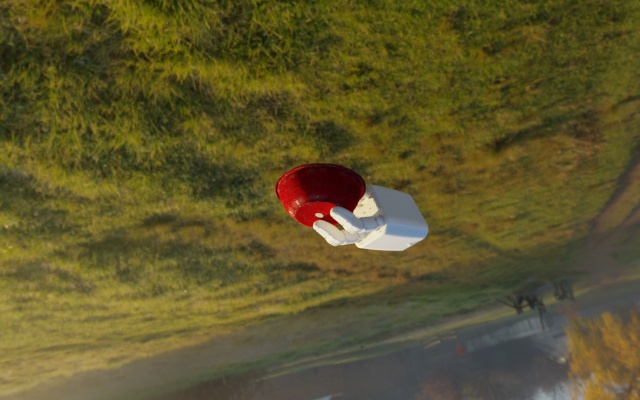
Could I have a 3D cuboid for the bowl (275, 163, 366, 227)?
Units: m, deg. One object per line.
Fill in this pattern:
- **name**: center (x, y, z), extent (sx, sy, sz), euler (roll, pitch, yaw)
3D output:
- **bowl**: center (-0.001, 0.003, 0.832), extent (0.162, 0.055, 0.162), euler (0, -32, 0)
